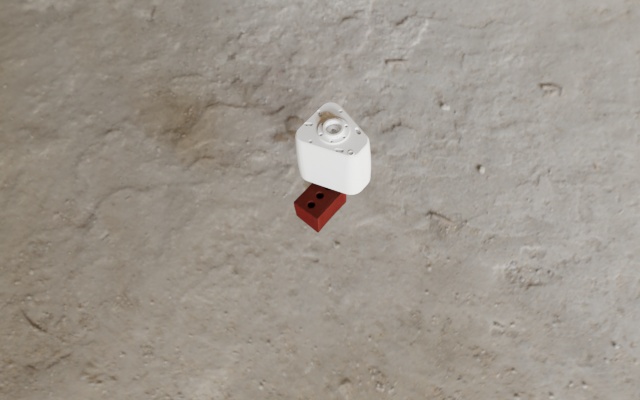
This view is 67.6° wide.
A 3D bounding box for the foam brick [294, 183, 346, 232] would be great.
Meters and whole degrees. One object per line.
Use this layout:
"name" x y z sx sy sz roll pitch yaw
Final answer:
"foam brick" 0.000 0.003 0.805 0.053 0.078 0.051 35 -20 20
